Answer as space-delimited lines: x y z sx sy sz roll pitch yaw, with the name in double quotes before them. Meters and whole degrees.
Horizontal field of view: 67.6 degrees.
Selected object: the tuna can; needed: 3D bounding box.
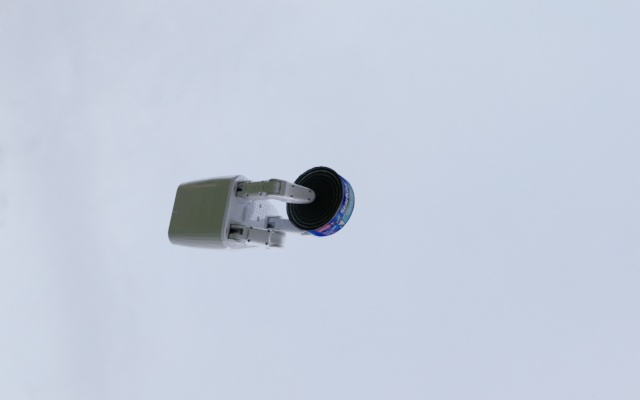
"tuna can" 0.000 0.002 0.605 0.086 0.086 0.034 0 -19 36
